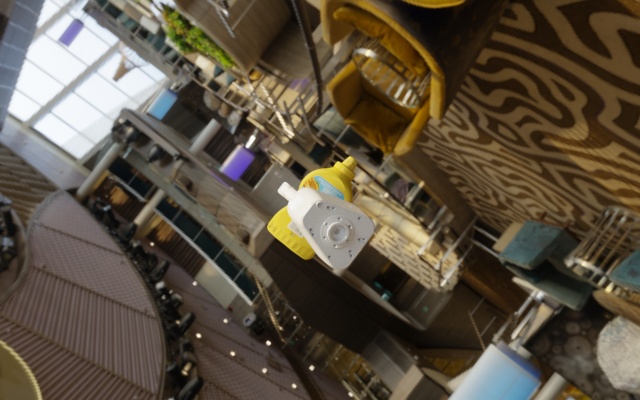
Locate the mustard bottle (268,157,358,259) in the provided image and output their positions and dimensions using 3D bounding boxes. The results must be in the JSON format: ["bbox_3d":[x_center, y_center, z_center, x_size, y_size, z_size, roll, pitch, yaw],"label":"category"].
[{"bbox_3d":[0.000,0.003,0.841,0.096,0.191,0.058,38,0,9],"label":"mustard bottle"}]
